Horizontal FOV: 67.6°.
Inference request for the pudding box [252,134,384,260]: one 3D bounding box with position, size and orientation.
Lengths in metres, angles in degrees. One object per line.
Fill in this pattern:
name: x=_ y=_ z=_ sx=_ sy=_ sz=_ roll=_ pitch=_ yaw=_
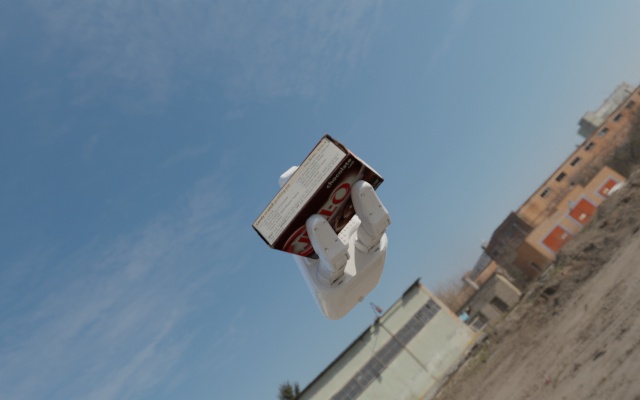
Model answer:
pudding box: x=0.000 y=0.001 z=0.460 sx=0.039 sy=0.113 sz=0.090 roll=41 pitch=8 yaw=28
